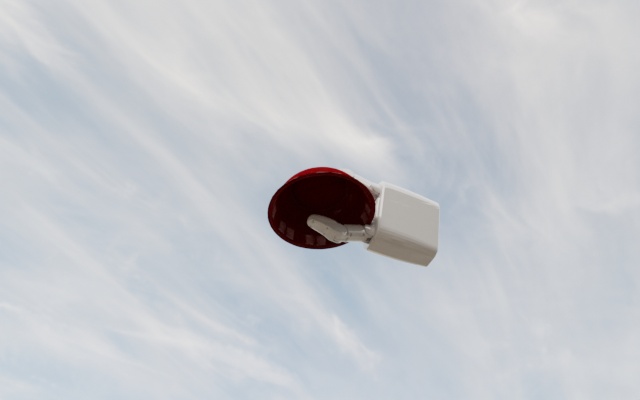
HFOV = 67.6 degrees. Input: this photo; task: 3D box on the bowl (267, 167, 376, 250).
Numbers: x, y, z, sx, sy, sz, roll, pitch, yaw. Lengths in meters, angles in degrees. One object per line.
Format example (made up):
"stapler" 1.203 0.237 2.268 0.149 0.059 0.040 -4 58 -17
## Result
"bowl" -0.001 0.002 0.726 0.162 0.162 0.055 0 44 -6
